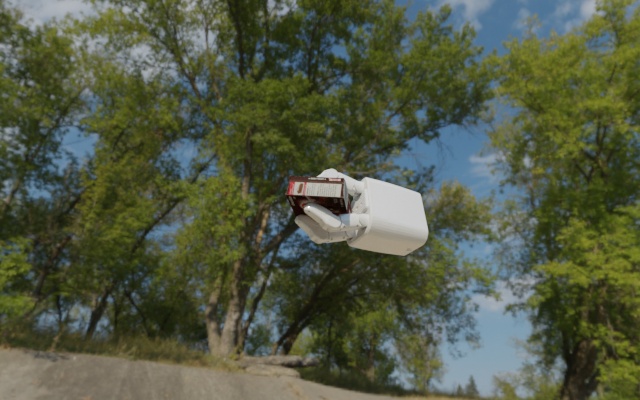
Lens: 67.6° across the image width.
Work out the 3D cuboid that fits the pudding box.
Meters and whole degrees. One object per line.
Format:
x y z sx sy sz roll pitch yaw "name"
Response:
0.000 0.002 0.762 0.090 0.039 0.114 2 -27 10 "pudding box"
